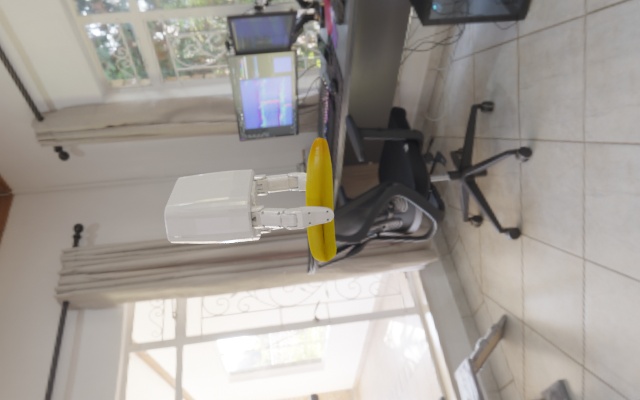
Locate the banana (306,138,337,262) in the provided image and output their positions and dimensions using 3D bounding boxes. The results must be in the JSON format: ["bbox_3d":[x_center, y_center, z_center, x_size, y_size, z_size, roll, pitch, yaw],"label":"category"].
[{"bbox_3d":[0.000,0.016,0.632,0.037,0.198,0.069,-2,38,3],"label":"banana"}]
